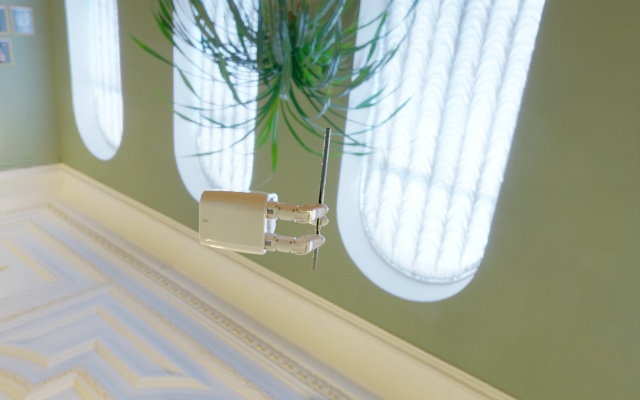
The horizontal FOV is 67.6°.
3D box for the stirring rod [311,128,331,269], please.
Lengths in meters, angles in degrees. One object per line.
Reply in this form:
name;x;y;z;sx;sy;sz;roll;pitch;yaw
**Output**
stirring rod;0.000;0.002;0.772;0.011;0.240;0.011;5;20;-2
